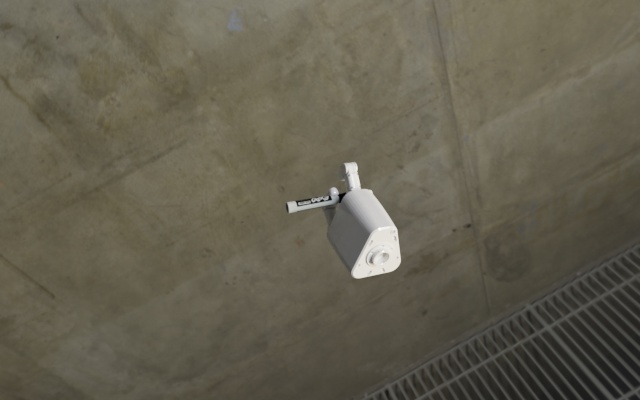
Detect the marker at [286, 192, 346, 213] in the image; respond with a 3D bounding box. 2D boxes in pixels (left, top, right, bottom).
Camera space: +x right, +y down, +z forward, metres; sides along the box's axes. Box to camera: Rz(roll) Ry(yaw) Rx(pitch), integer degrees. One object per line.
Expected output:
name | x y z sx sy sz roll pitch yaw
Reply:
marker | 0.000 0.003 0.824 0.121 0.020 0.020 -10 3 -19
